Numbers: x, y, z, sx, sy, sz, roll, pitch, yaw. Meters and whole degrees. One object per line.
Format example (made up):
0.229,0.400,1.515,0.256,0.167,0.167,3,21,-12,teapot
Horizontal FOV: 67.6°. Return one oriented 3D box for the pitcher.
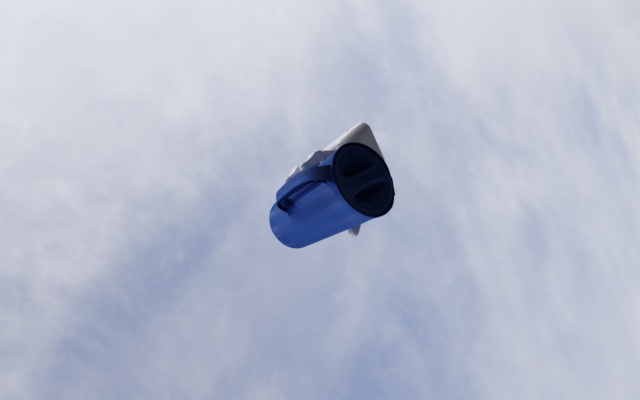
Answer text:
0.000,0.003,0.858,0.243,0.149,0.145,-32,14,48,pitcher
